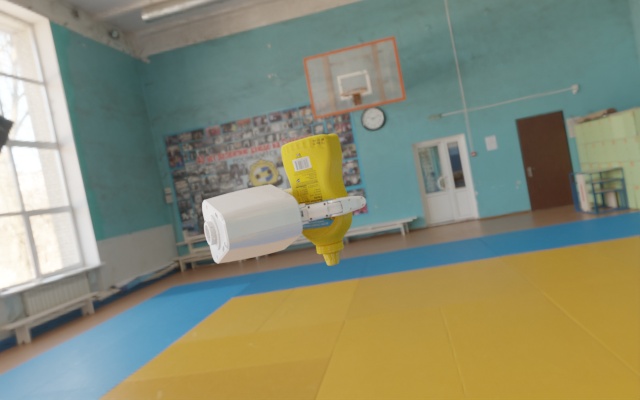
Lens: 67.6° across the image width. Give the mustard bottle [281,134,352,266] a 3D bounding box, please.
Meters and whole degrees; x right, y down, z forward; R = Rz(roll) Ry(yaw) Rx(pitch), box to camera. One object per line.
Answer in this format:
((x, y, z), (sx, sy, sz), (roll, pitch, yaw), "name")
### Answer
((0.000, 0.002, 0.714), (0.096, 0.191, 0.058), (-9, 3, 39), "mustard bottle")
